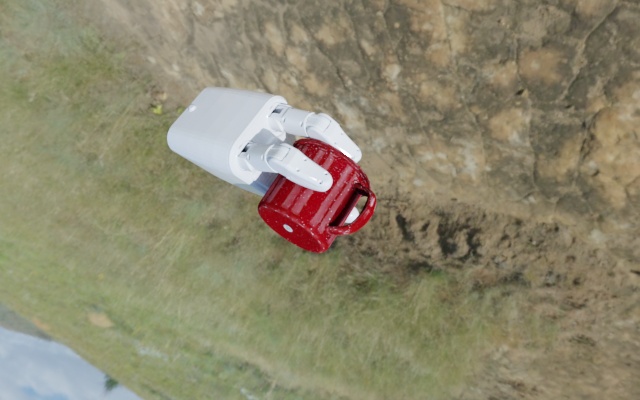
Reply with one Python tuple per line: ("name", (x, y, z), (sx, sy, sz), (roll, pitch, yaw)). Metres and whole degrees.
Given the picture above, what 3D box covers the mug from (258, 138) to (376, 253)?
("mug", (0.001, 0.002, 0.471), (0.117, 0.081, 0.093), (18, -25, 35))
